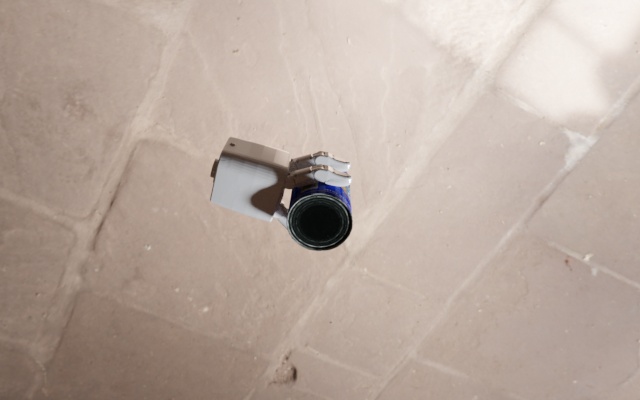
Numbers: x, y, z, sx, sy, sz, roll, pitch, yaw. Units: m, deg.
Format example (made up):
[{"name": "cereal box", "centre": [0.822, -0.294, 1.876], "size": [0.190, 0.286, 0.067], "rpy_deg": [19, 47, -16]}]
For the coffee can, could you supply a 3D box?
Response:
[{"name": "coffee can", "centre": [0.000, 0.003, 0.788], "size": [0.103, 0.103, 0.140], "rpy_deg": [0, 28, 1]}]
